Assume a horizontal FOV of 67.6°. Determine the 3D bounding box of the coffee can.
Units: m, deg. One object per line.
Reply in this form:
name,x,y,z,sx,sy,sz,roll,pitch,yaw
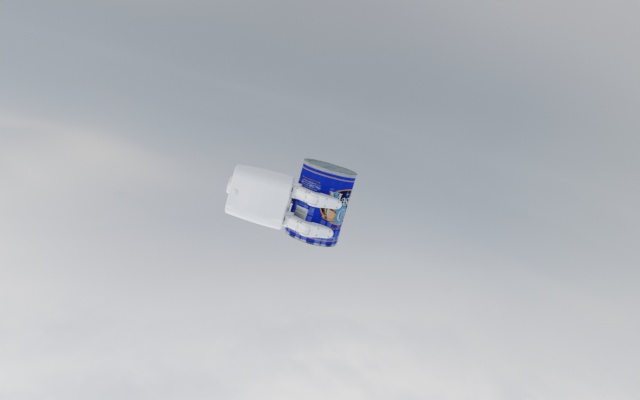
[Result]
coffee can,0.000,0.003,0.891,0.103,0.140,0.103,15,10,-3
